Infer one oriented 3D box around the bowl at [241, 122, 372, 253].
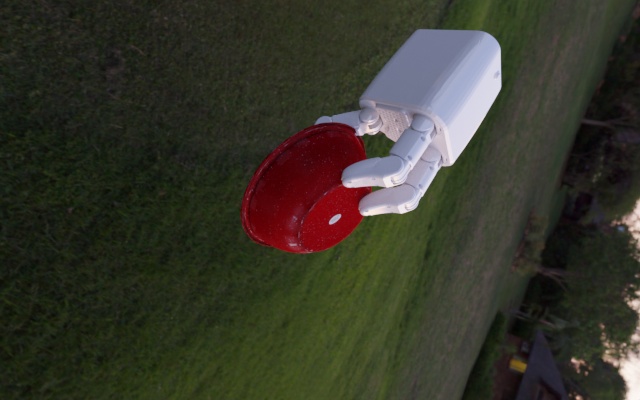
[{"bbox_3d":[-0.001,0.003,0.499,0.162,0.162,0.055,0,37,-46],"label":"bowl"}]
